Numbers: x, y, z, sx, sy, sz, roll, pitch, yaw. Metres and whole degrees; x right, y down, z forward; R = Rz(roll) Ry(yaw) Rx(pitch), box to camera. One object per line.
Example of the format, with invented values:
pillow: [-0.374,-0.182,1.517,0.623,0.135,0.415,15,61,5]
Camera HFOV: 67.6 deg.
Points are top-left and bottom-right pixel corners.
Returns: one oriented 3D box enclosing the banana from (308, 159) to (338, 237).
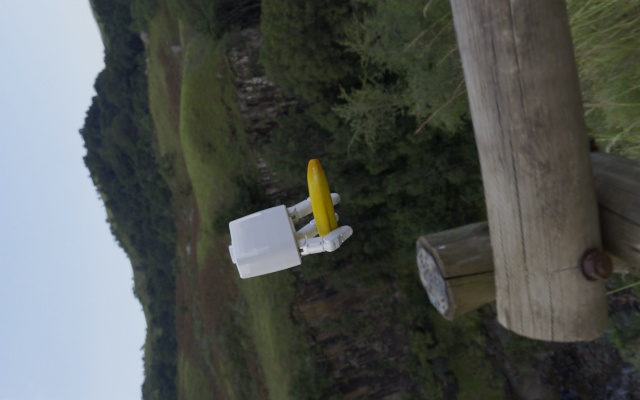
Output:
banana: [0.005,0.018,0.828,0.037,0.069,0.198,-16,-42,-2]
